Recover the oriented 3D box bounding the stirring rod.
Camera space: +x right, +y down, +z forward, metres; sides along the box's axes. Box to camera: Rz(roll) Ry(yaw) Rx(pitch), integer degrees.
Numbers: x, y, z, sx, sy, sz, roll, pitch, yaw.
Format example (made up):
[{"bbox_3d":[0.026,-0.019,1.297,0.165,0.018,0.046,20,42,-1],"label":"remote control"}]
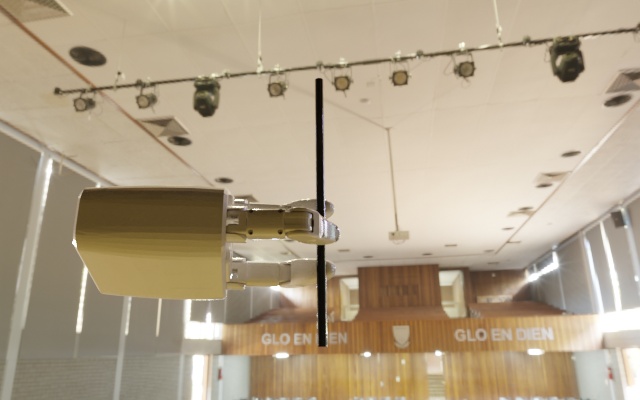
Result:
[{"bbox_3d":[0.000,0.001,0.414,0.011,0.239,0.011,-1,-17,0],"label":"stirring rod"}]
